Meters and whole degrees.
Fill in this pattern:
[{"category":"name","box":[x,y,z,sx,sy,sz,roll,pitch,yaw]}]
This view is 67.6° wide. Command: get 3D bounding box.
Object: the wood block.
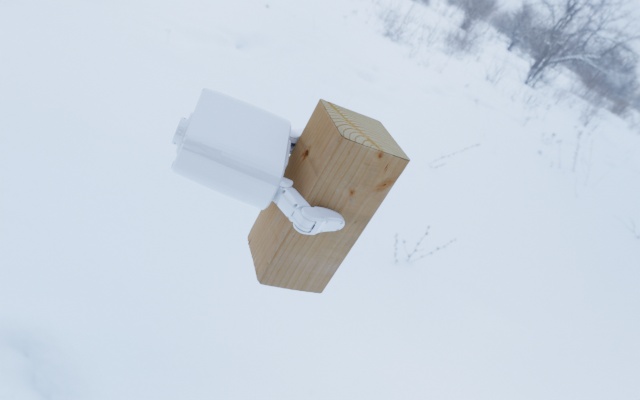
[{"category":"wood block","box":[0.000,0.002,0.560,0.090,0.206,0.090,15,31,-29]}]
